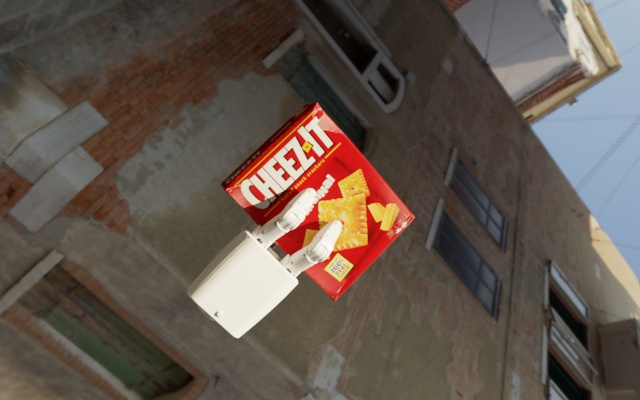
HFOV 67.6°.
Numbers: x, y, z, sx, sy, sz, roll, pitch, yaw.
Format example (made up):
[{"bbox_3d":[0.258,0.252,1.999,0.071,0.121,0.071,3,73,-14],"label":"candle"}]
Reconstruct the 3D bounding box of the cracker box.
[{"bbox_3d":[0.000,0.002,0.646,0.164,0.214,0.072,-44,16,-6],"label":"cracker box"}]
